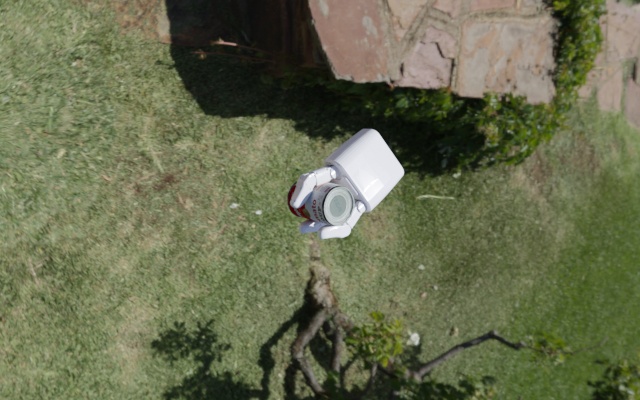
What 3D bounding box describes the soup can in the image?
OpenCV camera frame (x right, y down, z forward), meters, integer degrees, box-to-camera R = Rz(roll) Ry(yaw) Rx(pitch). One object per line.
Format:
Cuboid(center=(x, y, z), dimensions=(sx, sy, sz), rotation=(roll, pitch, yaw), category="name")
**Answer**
Cuboid(center=(0.000, 0.003, 0.804), dimensions=(0.068, 0.068, 0.102), rotation=(0, 7, -38), category="soup can")
